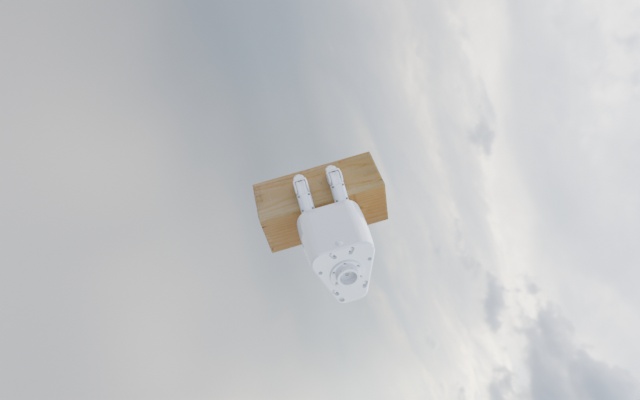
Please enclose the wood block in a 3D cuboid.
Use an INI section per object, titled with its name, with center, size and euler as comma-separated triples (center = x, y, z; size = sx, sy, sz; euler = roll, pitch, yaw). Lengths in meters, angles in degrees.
[wood block]
center = 0.000, 0.003, 0.809
size = 0.206, 0.091, 0.090
euler = -16, 45, -2
